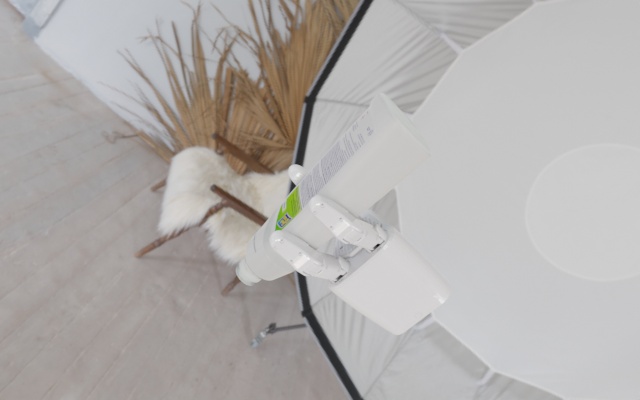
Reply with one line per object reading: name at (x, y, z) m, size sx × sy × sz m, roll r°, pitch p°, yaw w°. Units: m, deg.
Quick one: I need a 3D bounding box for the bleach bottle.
bleach bottle at (0.000, 0.002, 0.518) m, size 0.068 × 0.251 × 0.102 m, roll 40°, pitch 20°, yaw -20°
